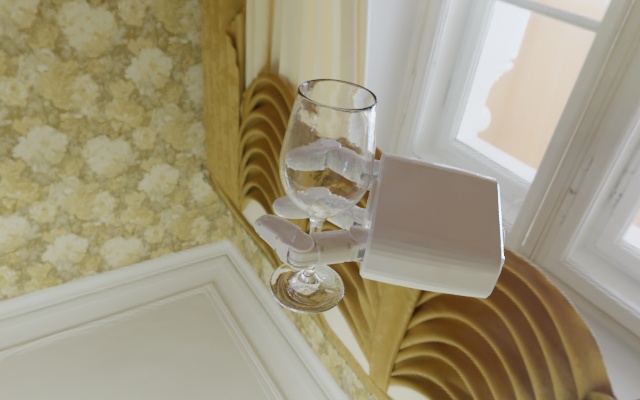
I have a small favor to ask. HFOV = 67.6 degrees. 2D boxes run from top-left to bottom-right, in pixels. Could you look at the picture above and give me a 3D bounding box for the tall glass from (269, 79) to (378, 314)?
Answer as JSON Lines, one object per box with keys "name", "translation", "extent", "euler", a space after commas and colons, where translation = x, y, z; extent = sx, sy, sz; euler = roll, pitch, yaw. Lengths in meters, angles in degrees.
{"name": "tall glass", "translation": [0.000, 0.002, 0.415], "extent": [0.079, 0.201, 0.079], "euler": [6, 33, -4]}
